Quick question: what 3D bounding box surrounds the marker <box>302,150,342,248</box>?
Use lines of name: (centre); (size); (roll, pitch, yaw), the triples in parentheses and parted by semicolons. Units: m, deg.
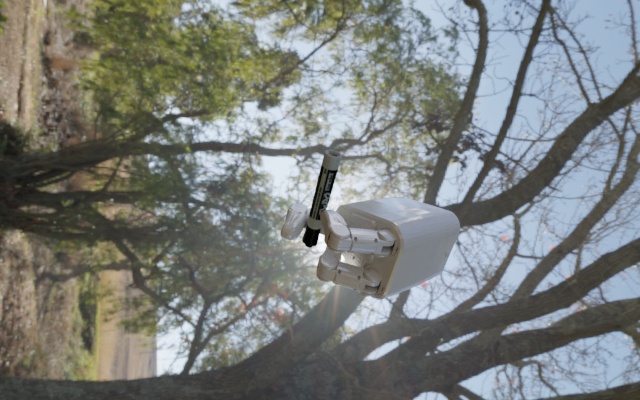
marker: (0.000, 0.002, 0.528); (0.020, 0.121, 0.020); (11, 29, -6)
